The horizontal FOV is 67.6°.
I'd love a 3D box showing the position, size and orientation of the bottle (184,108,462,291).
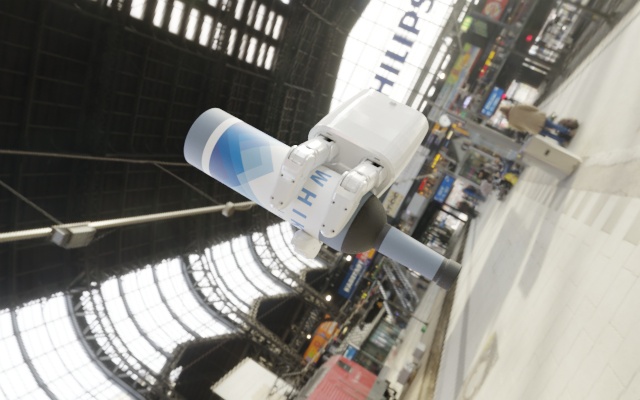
[{"bbox_3d":[0.000,0.001,0.475,0.295,0.069,0.069,30,8,14],"label":"bottle"}]
